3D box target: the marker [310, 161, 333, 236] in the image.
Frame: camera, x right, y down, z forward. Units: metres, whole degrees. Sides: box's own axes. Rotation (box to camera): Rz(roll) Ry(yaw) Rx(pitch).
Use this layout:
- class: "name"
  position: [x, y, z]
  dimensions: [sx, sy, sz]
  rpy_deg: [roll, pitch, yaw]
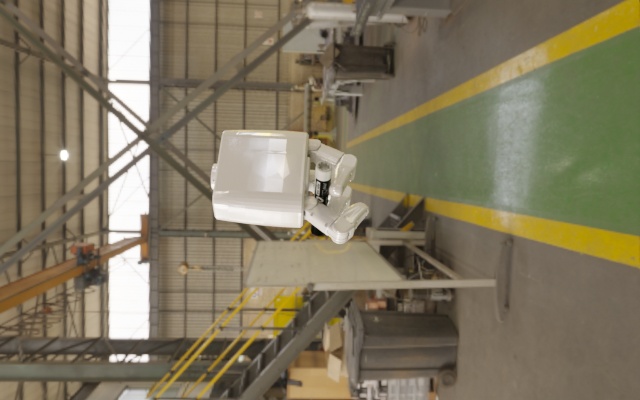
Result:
- class: "marker"
  position: [0.000, 0.002, 0.573]
  dimensions: [0.020, 0.020, 0.121]
  rpy_deg: [0, -41, -5]
